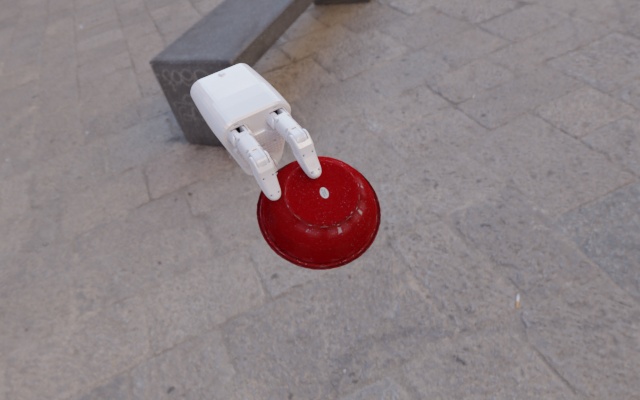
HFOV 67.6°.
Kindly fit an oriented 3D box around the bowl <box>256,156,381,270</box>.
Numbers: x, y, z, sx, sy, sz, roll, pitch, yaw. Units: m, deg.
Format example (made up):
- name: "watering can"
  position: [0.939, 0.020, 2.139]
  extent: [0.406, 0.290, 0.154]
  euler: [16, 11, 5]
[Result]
- name: "bowl"
  position: [0.001, 0.003, 0.597]
  extent: [0.162, 0.162, 0.055]
  euler: [0, -26, -5]
